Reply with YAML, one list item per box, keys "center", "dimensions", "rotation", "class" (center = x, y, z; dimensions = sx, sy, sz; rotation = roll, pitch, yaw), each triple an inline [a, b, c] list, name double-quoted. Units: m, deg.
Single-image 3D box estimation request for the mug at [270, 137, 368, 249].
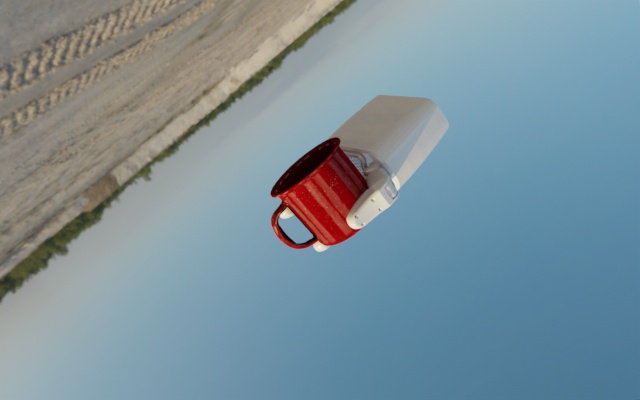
- center: [-0.001, 0.003, 0.503]
  dimensions: [0.117, 0.081, 0.093]
  rotation: [-46, 18, -18]
  class: "mug"
